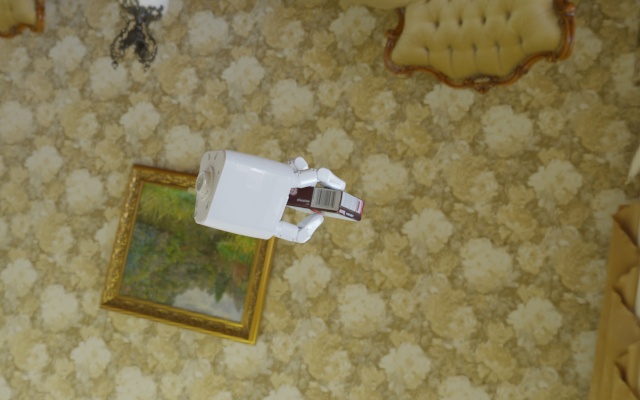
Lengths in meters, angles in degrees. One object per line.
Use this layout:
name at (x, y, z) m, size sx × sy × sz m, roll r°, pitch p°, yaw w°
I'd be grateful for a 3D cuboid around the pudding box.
pudding box at (0.000, 0.003, 0.755) m, size 0.113 × 0.039 × 0.090 m, roll 10°, pitch -5°, yaw 29°
